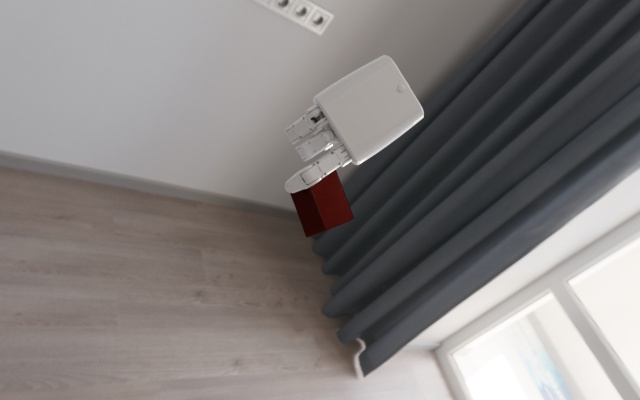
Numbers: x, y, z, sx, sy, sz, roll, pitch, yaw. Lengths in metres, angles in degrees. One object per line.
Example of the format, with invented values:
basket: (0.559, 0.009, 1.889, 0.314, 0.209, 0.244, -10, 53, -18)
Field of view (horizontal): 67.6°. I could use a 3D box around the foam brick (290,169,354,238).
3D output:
foam brick: (0.000, 0.002, 0.639, 0.051, 0.078, 0.053, -19, -1, -35)
